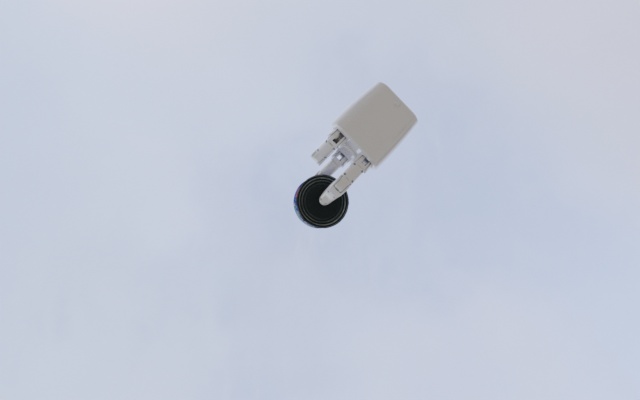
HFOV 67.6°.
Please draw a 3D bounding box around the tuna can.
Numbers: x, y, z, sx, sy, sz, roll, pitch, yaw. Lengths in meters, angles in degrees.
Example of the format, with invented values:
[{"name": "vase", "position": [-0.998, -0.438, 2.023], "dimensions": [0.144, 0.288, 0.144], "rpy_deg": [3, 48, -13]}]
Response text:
[{"name": "tuna can", "position": [0.000, 0.003, 0.769], "dimensions": [0.086, 0.086, 0.034], "rpy_deg": [0, -5, -14]}]
